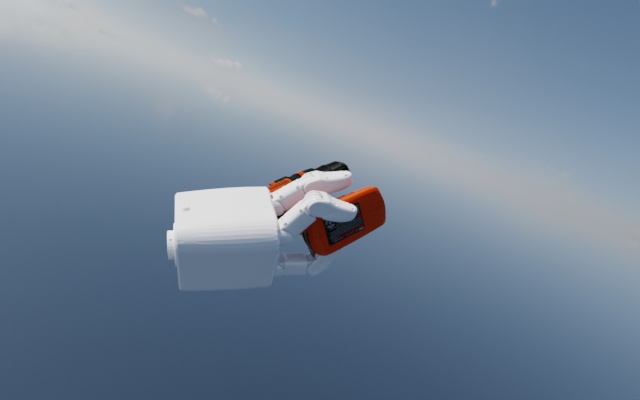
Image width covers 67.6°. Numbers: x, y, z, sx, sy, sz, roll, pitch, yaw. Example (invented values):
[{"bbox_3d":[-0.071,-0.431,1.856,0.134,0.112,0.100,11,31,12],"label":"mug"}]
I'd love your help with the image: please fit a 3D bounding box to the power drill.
[{"bbox_3d":[0.000,0.002,0.628,0.184,0.057,0.187,-27,22,-24],"label":"power drill"}]
